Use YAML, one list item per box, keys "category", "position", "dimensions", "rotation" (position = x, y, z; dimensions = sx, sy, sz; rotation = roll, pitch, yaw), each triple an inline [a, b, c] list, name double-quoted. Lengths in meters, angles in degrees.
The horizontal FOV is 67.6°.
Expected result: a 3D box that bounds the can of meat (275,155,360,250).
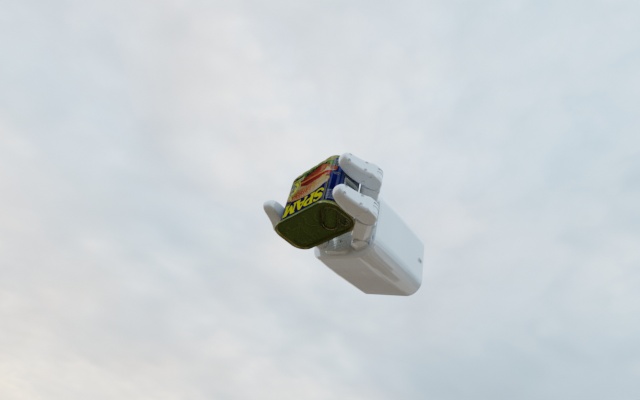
- category: "can of meat"
  position: [0.000, 0.002, 0.591]
  dimensions: [0.102, 0.084, 0.057]
  rotation: [-28, -56, 38]
